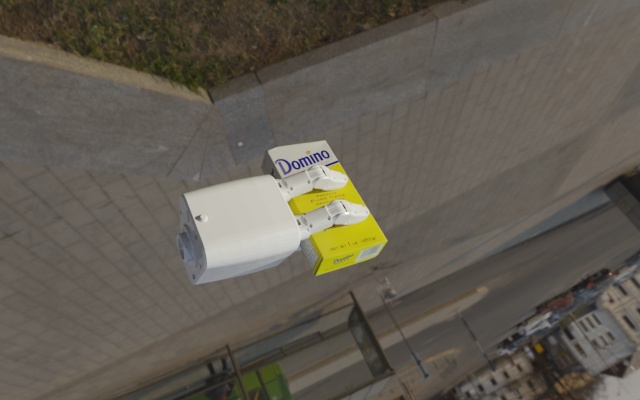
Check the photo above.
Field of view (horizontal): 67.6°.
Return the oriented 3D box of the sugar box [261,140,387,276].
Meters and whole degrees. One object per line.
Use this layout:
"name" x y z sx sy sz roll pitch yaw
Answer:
"sugar box" 0.000 0.002 0.605 0.093 0.176 0.048 -13 -32 -28
